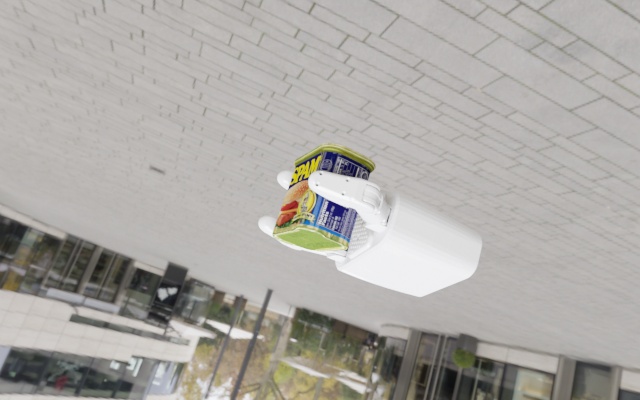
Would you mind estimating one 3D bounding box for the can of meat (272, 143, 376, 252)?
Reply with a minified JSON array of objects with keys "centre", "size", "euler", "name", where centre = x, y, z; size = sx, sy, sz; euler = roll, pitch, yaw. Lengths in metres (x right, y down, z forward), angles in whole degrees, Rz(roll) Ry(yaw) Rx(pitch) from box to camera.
[{"centre":[0.000,0.002,0.462],"size":[0.057,0.084,0.102],"euler":[24,-17,-20],"name":"can of meat"}]
